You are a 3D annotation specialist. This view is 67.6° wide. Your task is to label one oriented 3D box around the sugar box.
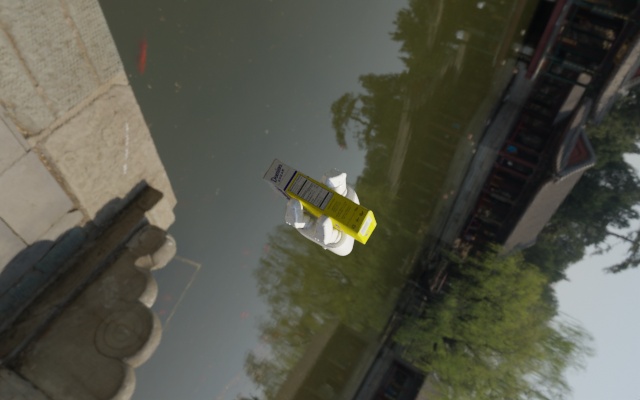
[{"bbox_3d":[0.000,0.003,0.761,0.176,0.048,0.093,27,-9,17],"label":"sugar box"}]
